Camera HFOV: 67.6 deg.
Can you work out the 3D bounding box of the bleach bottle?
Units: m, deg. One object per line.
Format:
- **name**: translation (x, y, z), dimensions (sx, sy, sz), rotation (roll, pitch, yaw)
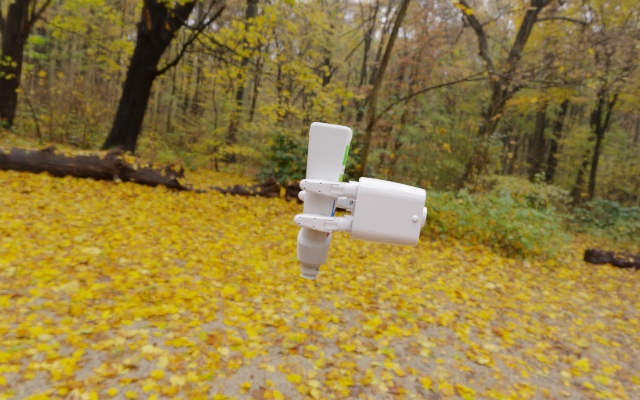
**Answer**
- **bleach bottle**: translation (0.000, 0.003, 0.787), dimensions (0.068, 0.251, 0.102), rotation (9, 6, 5)
